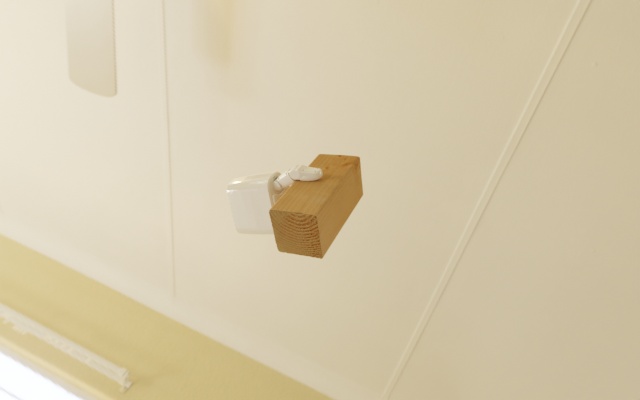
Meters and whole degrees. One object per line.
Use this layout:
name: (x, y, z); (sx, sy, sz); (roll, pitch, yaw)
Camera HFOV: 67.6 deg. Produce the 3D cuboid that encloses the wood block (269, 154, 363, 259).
wood block: (0.000, 0.002, 0.869); (0.090, 0.091, 0.206); (7, 35, 24)
